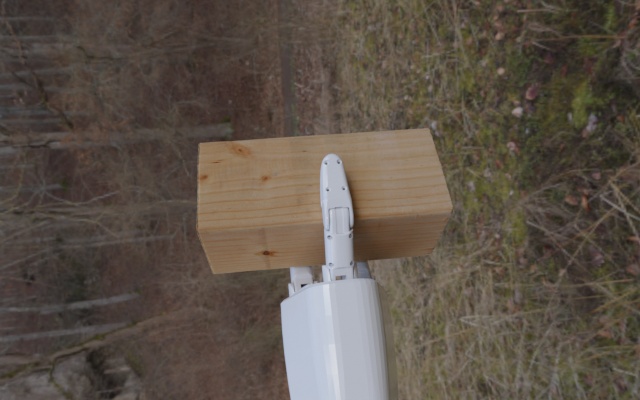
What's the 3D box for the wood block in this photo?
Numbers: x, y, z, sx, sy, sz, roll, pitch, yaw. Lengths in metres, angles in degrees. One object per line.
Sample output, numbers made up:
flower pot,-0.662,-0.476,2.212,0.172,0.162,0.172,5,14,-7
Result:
wood block,0.000,0.002,0.435,0.206,0.090,0.091,-4,-32,-5
